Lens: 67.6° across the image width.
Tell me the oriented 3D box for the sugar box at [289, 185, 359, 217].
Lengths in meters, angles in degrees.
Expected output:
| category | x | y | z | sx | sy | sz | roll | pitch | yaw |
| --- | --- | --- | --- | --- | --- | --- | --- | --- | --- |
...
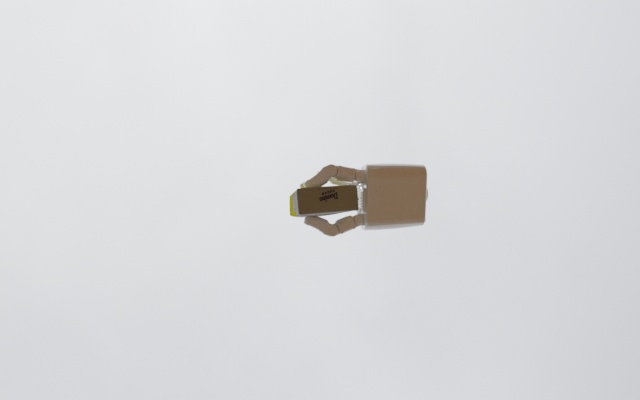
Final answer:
| category | x | y | z | sx | sy | sz | roll | pitch | yaw |
| --- | --- | --- | --- | --- | --- | --- | --- | --- | --- |
| sugar box | 0.000 | 0.002 | 0.787 | 0.093 | 0.048 | 0.176 | -4 | -5 | -8 |
